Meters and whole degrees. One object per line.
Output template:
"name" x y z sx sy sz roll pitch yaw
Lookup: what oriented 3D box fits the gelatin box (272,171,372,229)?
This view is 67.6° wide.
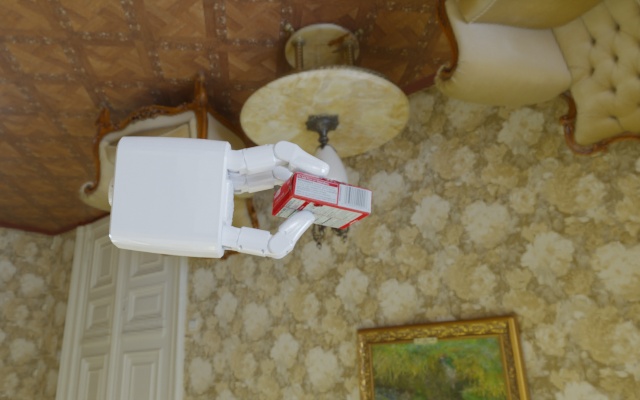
"gelatin box" 0.000 0.002 0.510 0.089 0.030 0.073 13 -20 -17
